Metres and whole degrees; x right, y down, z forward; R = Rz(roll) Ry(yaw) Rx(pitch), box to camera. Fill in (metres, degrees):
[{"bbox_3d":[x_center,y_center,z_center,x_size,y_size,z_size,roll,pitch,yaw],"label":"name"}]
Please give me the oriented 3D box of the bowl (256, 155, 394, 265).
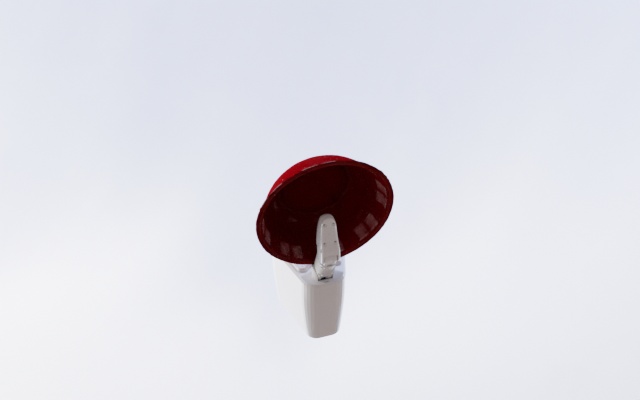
[{"bbox_3d":[0.000,0.001,0.553,0.162,0.162,0.055,0,43,-23],"label":"bowl"}]
